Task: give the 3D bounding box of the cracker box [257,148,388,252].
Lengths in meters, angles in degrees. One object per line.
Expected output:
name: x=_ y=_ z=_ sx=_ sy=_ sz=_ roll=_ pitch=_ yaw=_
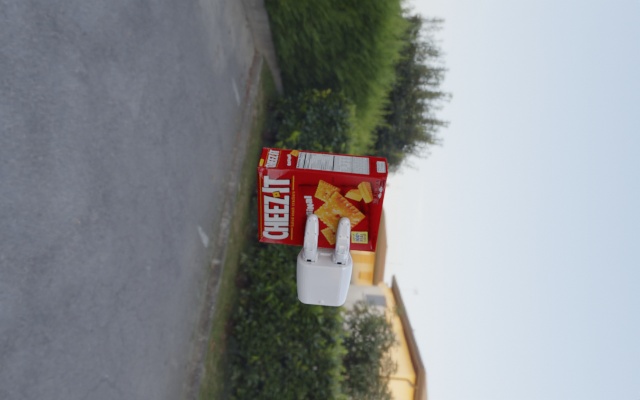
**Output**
cracker box: x=0.000 y=0.003 z=0.829 sx=0.214 sy=0.164 sz=0.072 roll=5 pitch=36 yaw=1
